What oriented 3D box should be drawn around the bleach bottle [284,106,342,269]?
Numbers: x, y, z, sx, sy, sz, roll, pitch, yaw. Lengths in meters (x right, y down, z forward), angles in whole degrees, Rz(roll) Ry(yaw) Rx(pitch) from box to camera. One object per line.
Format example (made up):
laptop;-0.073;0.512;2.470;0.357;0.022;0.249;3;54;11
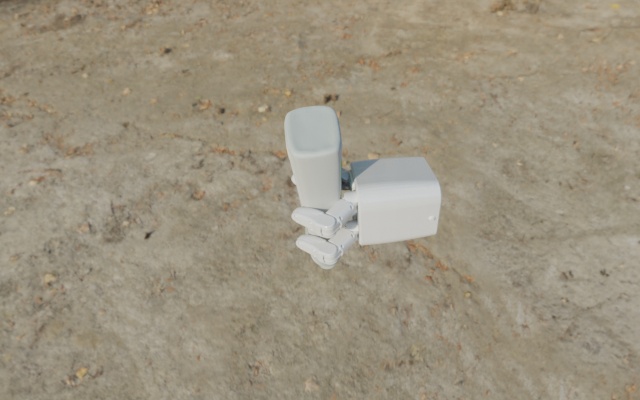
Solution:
bleach bottle;0.000;0.002;0.657;0.068;0.102;0.251;-7;-44;0
